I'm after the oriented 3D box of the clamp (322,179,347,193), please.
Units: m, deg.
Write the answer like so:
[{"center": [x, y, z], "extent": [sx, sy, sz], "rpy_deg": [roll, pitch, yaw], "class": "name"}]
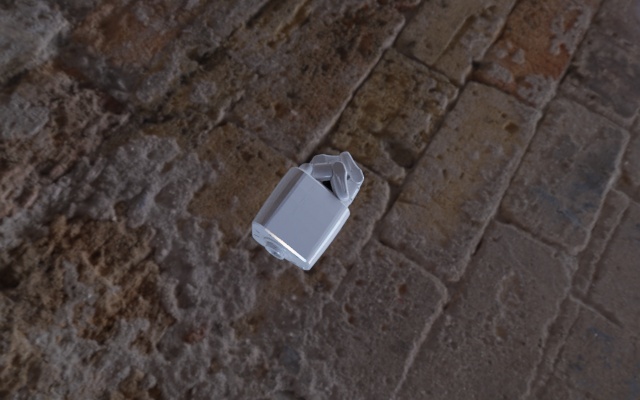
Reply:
[{"center": [0.001, 0.003, 0.813], "extent": [0.039, 0.120, 0.171], "rpy_deg": [34, -21, 6], "class": "clamp"}]
